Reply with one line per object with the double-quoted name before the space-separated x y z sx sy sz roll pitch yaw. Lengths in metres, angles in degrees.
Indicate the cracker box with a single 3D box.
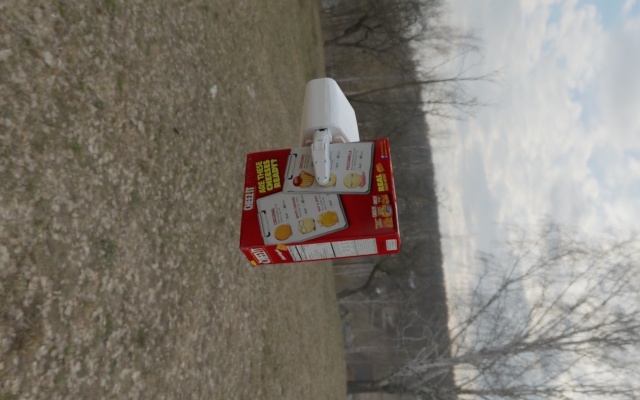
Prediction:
"cracker box" 0.000 0.002 0.689 0.214 0.164 0.072 -6 -33 8
